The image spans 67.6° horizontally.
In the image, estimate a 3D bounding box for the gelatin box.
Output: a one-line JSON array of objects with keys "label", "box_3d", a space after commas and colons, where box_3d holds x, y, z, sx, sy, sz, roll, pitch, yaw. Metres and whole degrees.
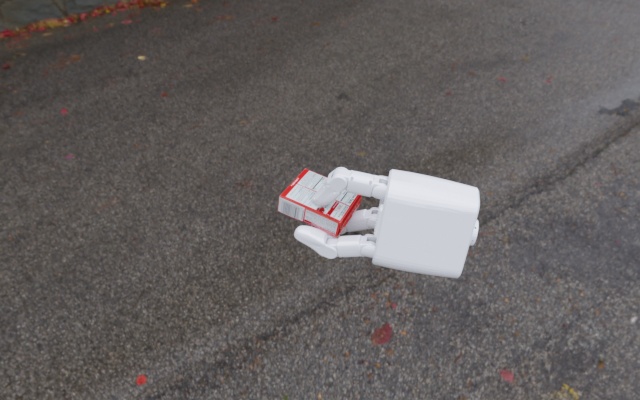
[{"label": "gelatin box", "box_3d": [0.000, 0.002, 0.621, 0.089, 0.030, 0.073, 24, 41, 13]}]
